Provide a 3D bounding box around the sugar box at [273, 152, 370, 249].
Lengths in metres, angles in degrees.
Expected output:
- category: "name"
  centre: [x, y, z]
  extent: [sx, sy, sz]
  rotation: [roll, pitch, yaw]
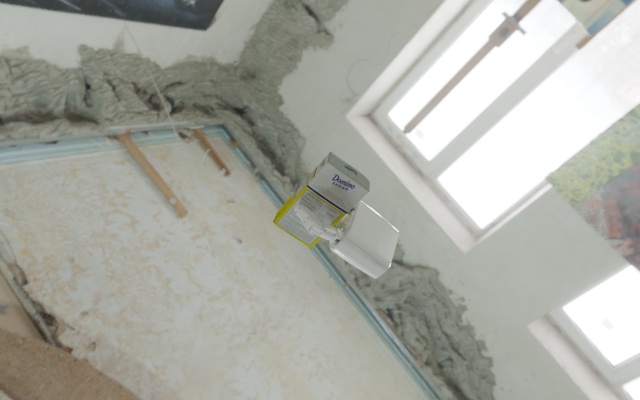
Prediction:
- category: "sugar box"
  centre: [0.000, 0.003, 0.870]
  extent: [0.093, 0.176, 0.048]
  rotation: [35, 30, -15]
